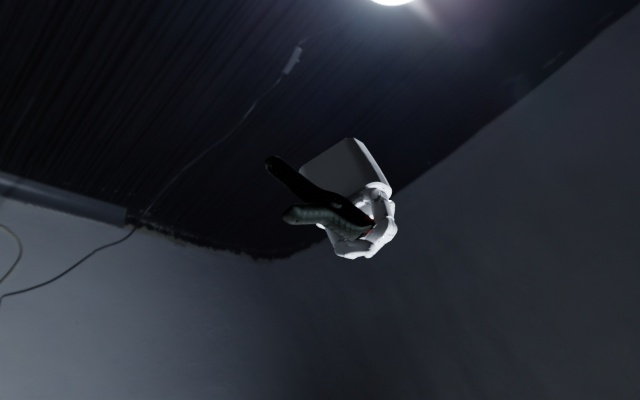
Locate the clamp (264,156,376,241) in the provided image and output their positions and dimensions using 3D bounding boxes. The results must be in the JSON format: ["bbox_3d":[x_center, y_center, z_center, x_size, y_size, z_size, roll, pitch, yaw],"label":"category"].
[{"bbox_3d":[0.001,0.002,0.620,0.039,0.120,0.171,-43,-42,23],"label":"clamp"}]
